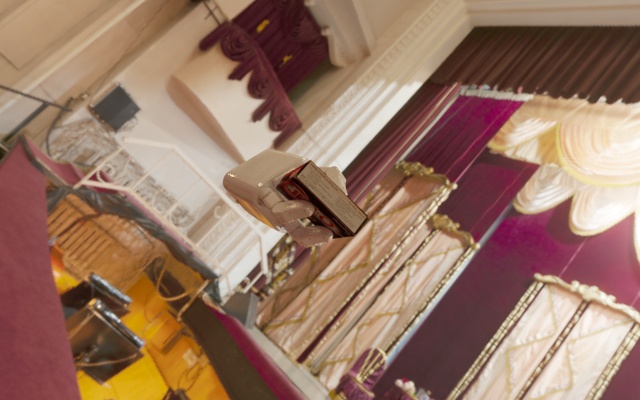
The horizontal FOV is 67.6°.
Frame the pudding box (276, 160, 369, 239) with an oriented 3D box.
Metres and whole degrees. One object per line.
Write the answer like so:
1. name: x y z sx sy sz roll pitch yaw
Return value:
1. pudding box: 0.000 0.002 0.647 0.113 0.039 0.090 42 -18 -11
